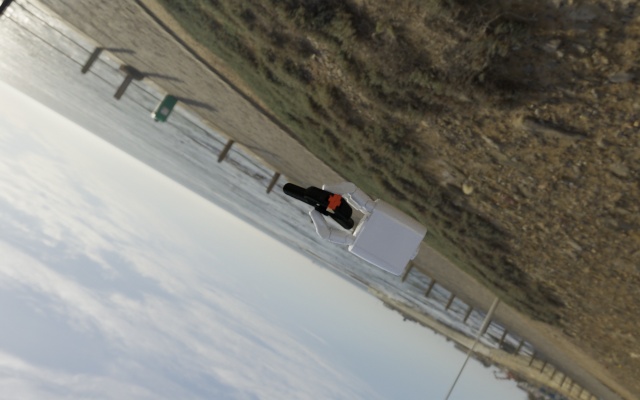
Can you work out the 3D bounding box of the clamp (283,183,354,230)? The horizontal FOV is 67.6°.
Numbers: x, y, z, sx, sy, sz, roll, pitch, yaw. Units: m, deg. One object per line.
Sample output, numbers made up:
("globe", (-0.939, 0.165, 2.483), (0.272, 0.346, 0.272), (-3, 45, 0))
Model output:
("clamp", (0.000, 0.004, 0.894), (0.164, 0.036, 0.210), (29, -7, 1))
